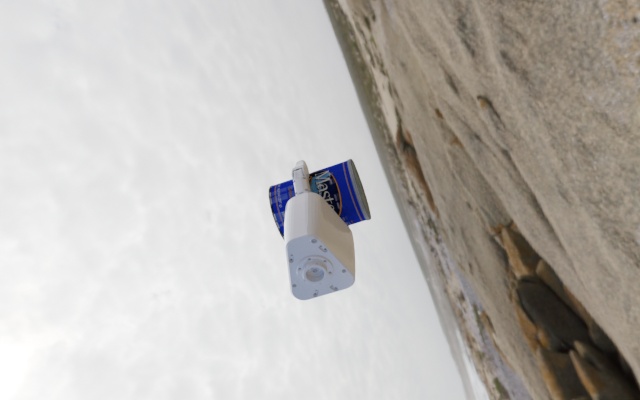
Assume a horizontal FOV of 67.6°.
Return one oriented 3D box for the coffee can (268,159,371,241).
[{"bbox_3d":[0.000,0.002,0.776,0.140,0.103,0.103,-18,-3,9],"label":"coffee can"}]
